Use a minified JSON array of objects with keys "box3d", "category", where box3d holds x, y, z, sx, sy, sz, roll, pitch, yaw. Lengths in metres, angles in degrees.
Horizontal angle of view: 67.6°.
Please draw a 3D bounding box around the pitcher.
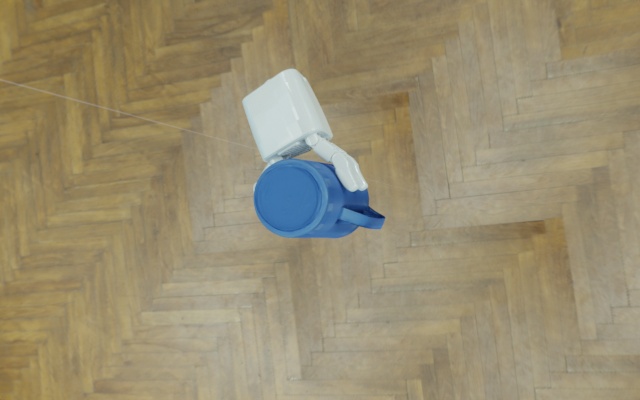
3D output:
[{"box3d":[0.000,0.002,0.748,0.149,0.145,0.243,-23,-7,14],"category":"pitcher"}]
